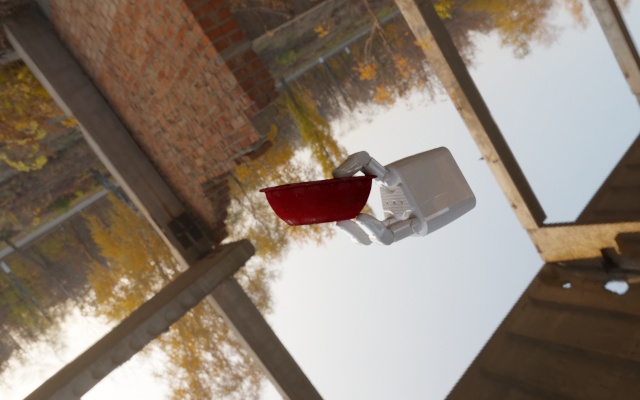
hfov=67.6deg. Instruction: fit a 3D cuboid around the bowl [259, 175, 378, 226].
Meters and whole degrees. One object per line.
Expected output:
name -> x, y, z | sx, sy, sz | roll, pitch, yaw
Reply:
bowl -> -0.001, 0.003, 0.647 | 0.162, 0.055, 0.162 | -7, 0, 0
